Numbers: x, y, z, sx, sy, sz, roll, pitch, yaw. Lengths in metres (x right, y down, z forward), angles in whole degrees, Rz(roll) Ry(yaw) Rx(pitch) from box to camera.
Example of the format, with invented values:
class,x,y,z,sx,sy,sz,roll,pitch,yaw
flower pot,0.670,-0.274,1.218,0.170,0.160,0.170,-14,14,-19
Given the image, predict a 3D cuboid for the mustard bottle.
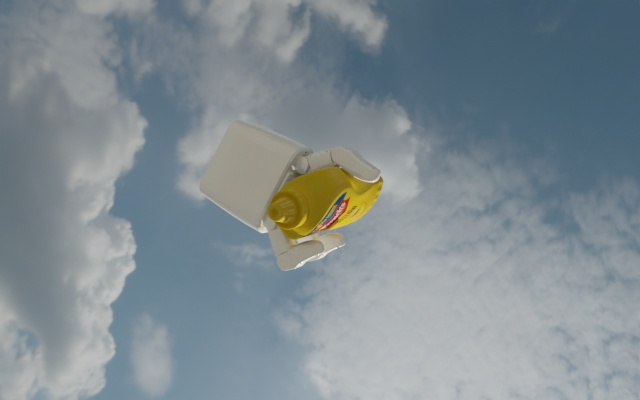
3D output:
class,x,y,z,sx,sy,sz,roll,pitch,yaw
mustard bottle,0.000,0.002,0.552,0.096,0.058,0.191,-45,-16,25
